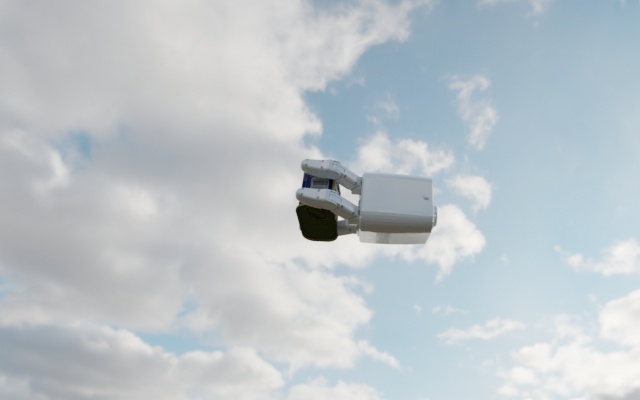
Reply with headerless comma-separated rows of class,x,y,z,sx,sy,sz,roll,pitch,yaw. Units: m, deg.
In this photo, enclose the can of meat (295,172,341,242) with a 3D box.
can of meat,0.000,0.002,0.741,0.057,0.084,0.102,2,-35,9
